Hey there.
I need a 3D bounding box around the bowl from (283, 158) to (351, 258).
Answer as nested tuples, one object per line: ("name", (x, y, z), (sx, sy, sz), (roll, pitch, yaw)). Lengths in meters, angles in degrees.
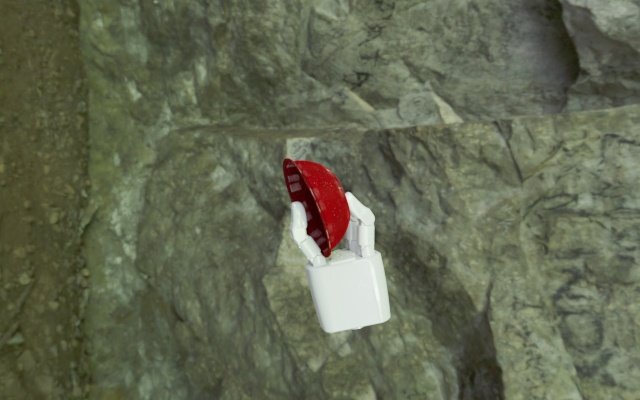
("bowl", (0.000, 0.001, 0.720), (0.055, 0.162, 0.162), (-23, 6, -14))
